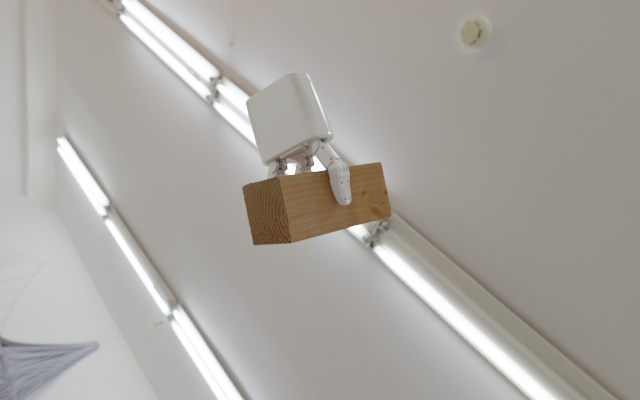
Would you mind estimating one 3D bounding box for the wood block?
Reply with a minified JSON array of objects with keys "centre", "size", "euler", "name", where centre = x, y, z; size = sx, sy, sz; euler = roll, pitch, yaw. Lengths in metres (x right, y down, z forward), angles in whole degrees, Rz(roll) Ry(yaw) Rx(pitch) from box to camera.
[{"centre":[0.000,0.002,0.712],"size":[0.206,0.090,0.091],"euler":[-12,1,-42],"name":"wood block"}]
